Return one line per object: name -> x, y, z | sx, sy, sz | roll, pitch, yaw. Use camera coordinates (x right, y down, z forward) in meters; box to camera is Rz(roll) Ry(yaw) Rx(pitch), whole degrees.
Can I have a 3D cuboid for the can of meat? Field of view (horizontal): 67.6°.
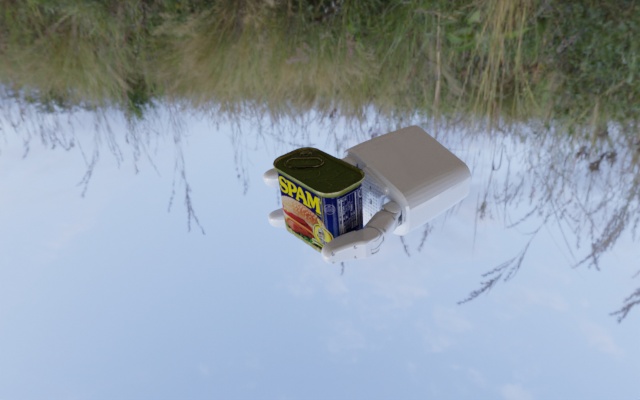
can of meat -> 0.000, 0.002, 0.503 | 0.057, 0.084, 0.102 | -28, 39, -30
